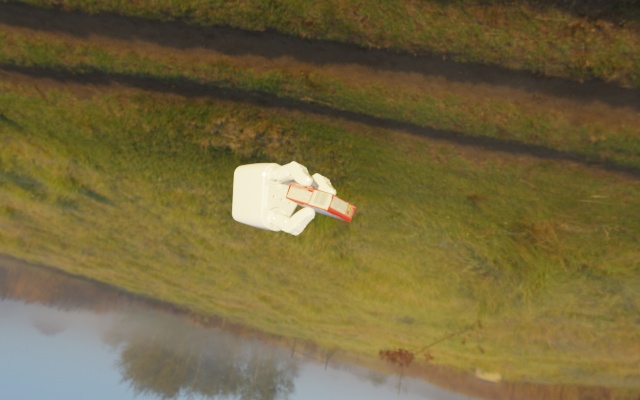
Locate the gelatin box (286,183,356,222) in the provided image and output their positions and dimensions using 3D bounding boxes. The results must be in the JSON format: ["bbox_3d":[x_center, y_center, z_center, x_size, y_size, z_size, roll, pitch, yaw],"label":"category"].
[{"bbox_3d":[0.000,0.003,0.763,0.089,0.030,0.073,16,-7,37],"label":"gelatin box"}]
